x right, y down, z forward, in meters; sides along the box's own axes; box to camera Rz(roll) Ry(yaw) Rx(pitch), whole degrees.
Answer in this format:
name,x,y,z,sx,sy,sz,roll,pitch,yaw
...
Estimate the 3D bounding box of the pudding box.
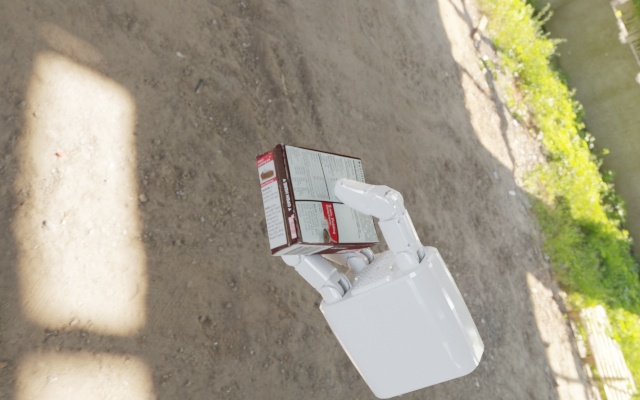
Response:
name,x,y,z,sx,sy,sz,roll,pitch,yaw
pudding box,0.000,0.001,0.433,0.039,0.090,0.113,-22,-18,37
